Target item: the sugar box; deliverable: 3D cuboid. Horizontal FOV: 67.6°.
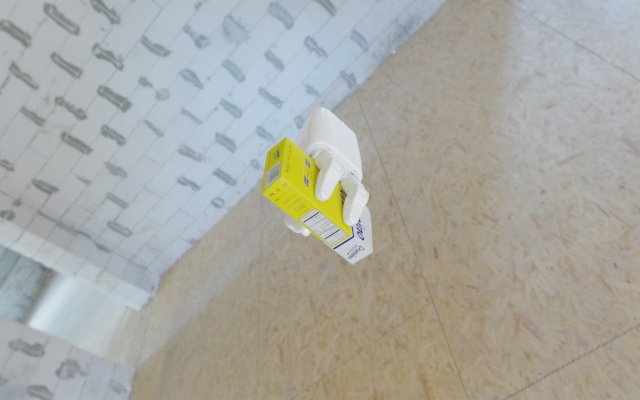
[{"bbox_3d":[0.000,0.002,0.649,0.176,0.093,0.048,37,-57,-27],"label":"sugar box"}]
